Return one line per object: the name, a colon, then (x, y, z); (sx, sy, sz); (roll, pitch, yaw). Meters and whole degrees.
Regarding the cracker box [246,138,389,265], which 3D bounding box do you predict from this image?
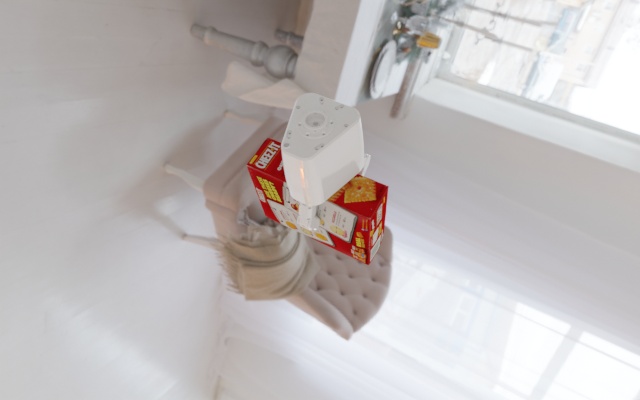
cracker box: (0.000, 0.003, 0.778); (0.213, 0.072, 0.164); (24, -26, 19)
